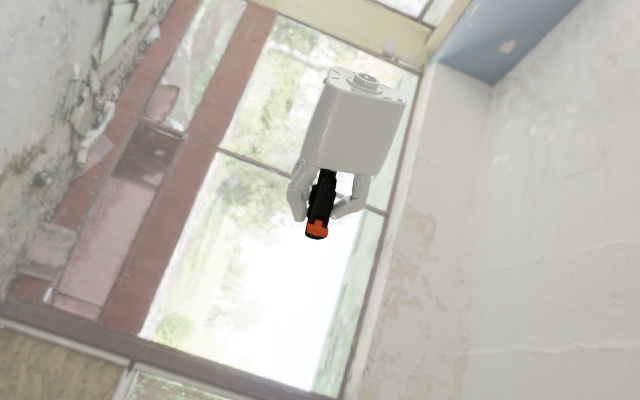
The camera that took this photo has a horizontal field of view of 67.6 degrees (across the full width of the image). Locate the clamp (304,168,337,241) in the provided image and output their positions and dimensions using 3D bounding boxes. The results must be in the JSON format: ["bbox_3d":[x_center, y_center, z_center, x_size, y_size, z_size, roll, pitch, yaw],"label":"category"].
[{"bbox_3d":[0.001,0.003,0.680,0.036,0.165,0.209,14,32,-3],"label":"clamp"}]
